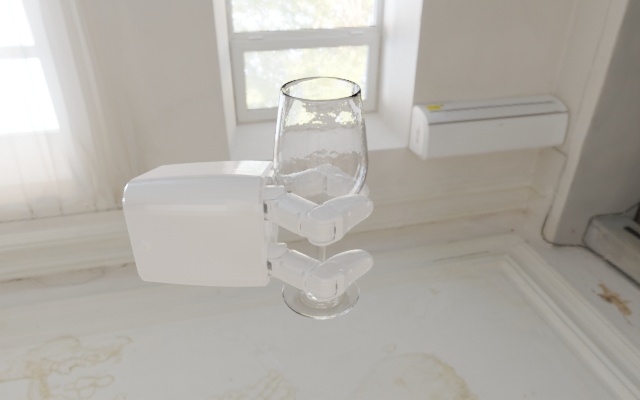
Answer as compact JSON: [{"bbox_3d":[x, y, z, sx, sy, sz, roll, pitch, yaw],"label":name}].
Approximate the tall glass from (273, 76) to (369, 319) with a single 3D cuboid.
[{"bbox_3d":[0.000,0.002,0.409,0.079,0.201,0.079,0,30,0],"label":"tall glass"}]
